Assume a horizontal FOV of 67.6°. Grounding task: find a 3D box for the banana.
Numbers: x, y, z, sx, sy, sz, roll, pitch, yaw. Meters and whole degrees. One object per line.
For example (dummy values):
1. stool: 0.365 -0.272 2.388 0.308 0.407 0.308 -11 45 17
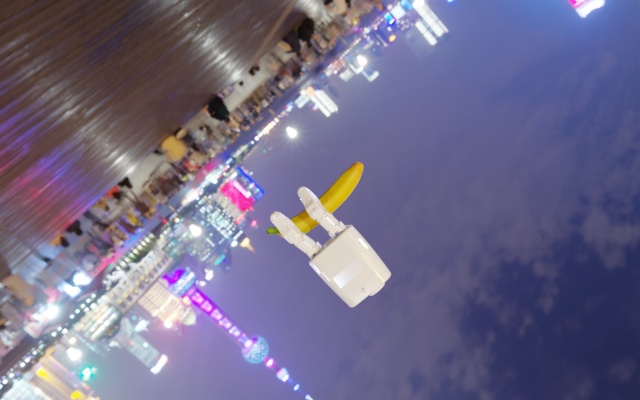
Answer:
1. banana: 0.000 0.009 0.827 0.198 0.037 0.070 -38 -17 -2
